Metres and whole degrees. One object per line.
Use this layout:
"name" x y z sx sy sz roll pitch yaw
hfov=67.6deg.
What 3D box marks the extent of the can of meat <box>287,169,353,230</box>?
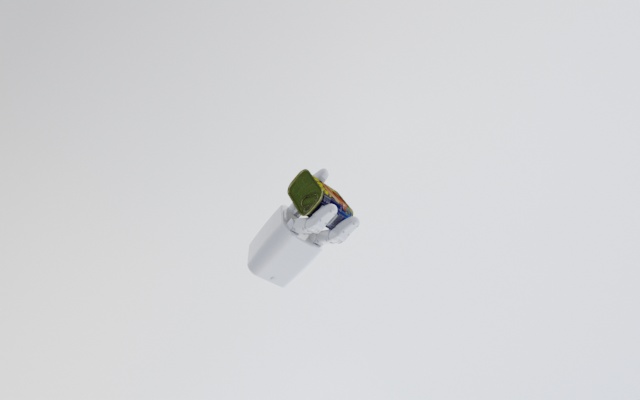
"can of meat" 0.000 0.003 0.832 0.084 0.057 0.102 32 13 -35
